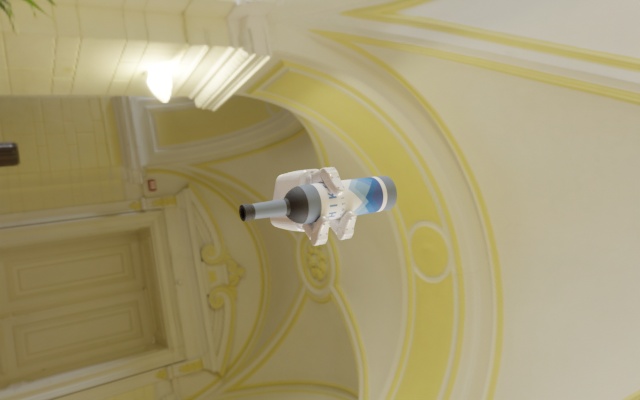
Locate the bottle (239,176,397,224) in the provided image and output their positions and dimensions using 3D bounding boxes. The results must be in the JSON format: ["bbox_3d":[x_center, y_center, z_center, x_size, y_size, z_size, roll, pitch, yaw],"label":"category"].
[{"bbox_3d":[0.000,0.003,0.834,0.295,0.069,0.069,-8,4,-31],"label":"bottle"}]
